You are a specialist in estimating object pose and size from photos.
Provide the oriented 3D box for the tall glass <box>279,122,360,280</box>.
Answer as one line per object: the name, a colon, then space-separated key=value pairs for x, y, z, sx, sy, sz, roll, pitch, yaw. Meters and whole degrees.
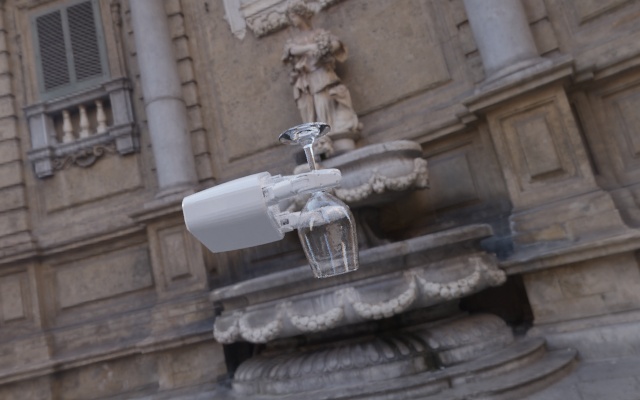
tall glass: x=0.000 y=0.001 z=0.646 sx=0.079 sy=0.201 sz=0.079 roll=-13 pitch=-10 yaw=-2
